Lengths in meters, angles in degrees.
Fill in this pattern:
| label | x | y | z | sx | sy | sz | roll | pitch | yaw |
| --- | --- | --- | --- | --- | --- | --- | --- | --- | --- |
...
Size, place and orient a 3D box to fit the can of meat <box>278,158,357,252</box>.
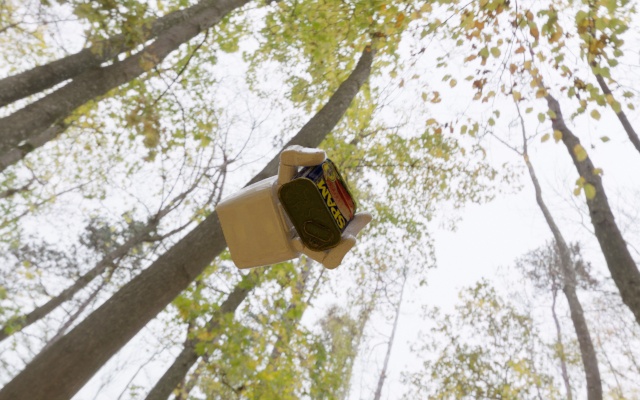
| label | x | y | z | sx | sy | sz | roll | pitch | yaw |
| --- | --- | --- | --- | --- | --- | --- | --- | --- | --- |
| can of meat | 0.000 | 0.002 | 0.632 | 0.057 | 0.102 | 0.084 | -20 | 17 | 29 |
